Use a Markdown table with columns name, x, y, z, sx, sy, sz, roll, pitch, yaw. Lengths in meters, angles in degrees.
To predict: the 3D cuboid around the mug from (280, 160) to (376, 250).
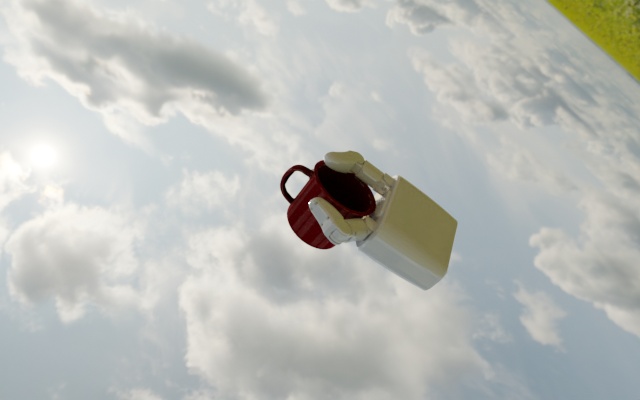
| name | x | y | z | sx | sy | sz | roll | pitch | yaw |
| --- | --- | --- | --- | --- | --- | --- | --- | --- | --- |
| mug | -0.001 | 0.001 | 0.608 | 0.117 | 0.081 | 0.093 | 35 | 32 | -8 |
